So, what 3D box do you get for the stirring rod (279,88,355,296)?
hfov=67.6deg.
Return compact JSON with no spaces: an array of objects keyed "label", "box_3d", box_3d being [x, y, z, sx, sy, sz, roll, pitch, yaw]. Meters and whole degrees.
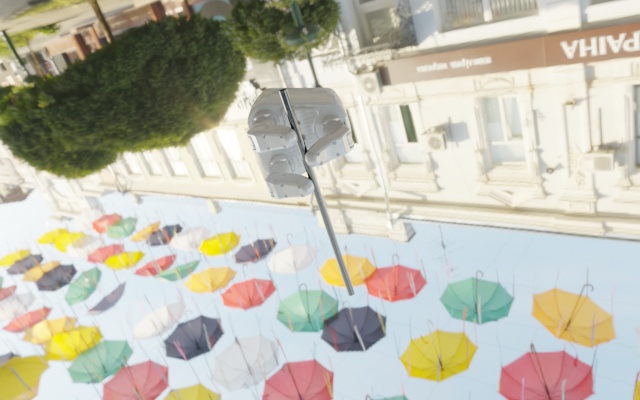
[{"label":"stirring rod","box_3d":[0.000,0.001,0.491,0.011,0.240,0.011,-15,24,7]}]
